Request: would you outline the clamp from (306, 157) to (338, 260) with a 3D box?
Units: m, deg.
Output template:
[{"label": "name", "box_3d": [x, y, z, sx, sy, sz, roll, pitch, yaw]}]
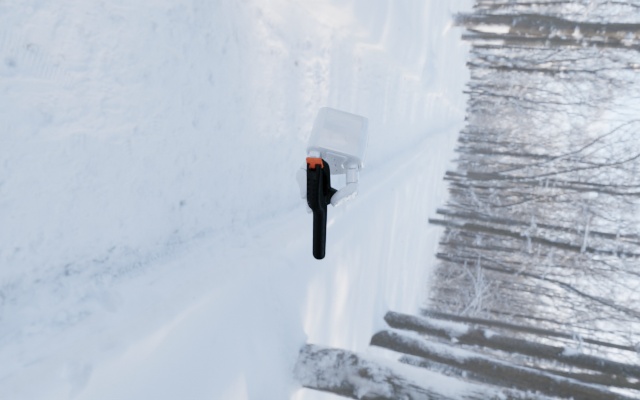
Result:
[{"label": "clamp", "box_3d": [0.001, 0.002, 0.879, 0.036, 0.164, 0.210, 5, -29, 13]}]
